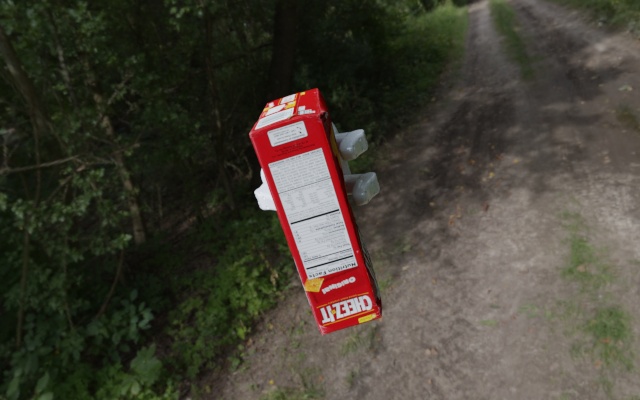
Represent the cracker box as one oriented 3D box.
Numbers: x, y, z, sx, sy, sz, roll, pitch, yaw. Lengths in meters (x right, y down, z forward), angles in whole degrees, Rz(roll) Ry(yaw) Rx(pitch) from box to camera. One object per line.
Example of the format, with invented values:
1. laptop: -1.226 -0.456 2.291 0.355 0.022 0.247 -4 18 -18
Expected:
1. cracker box: 0.000 0.002 0.505 0.072 0.214 0.164 -17 19 5
